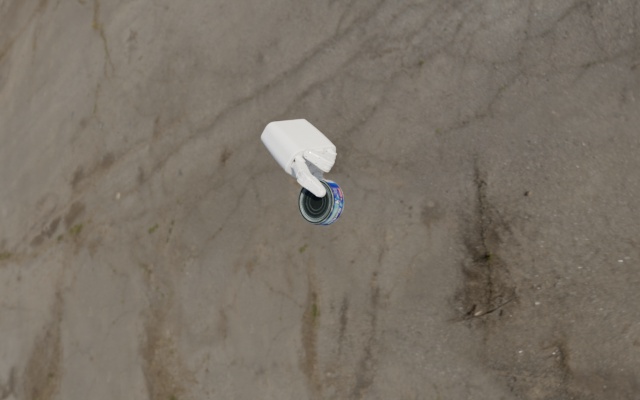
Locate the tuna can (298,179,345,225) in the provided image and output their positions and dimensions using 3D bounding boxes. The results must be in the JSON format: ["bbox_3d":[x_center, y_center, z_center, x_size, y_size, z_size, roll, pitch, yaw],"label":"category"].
[{"bbox_3d":[0.000,0.003,0.880,0.086,0.086,0.034,0,-3,38],"label":"tuna can"}]
